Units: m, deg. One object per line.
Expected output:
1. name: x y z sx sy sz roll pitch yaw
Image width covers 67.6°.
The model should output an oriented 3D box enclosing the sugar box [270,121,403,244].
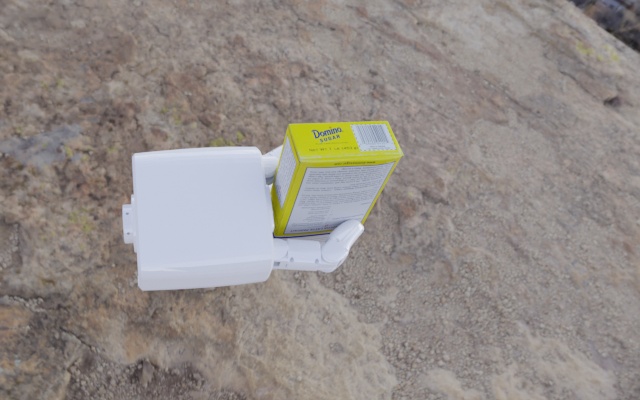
1. sugar box: 0.000 0.001 0.450 0.093 0.048 0.176 -4 -31 -21
